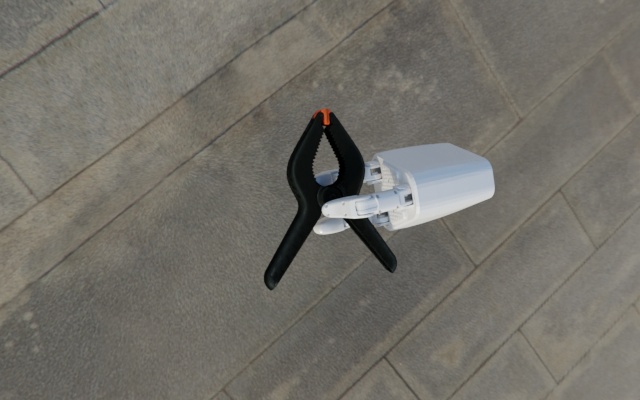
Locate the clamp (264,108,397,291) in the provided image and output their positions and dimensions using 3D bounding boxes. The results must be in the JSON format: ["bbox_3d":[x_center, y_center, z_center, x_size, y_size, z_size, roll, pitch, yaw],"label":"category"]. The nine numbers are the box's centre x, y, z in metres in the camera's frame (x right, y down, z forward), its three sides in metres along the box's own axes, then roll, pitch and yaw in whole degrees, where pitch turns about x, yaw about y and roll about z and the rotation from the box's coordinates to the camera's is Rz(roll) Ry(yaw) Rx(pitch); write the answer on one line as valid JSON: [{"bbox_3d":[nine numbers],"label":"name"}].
[{"bbox_3d":[0.000,0.001,0.555,0.164,0.210,0.036,-12,8,-18],"label":"clamp"}]
